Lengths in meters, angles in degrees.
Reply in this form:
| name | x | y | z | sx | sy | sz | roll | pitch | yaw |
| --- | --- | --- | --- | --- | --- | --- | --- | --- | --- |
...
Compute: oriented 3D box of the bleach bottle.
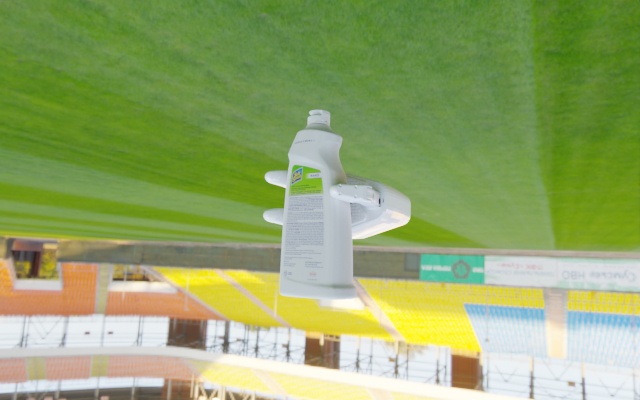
| name | x | y | z | sx | sy | sz | roll | pitch | yaw |
| --- | --- | --- | --- | --- | --- | --- | --- | --- | --- |
| bleach bottle | 0.000 | 0.002 | 0.640 | 0.102 | 0.251 | 0.068 | -2 | -9 | 31 |
